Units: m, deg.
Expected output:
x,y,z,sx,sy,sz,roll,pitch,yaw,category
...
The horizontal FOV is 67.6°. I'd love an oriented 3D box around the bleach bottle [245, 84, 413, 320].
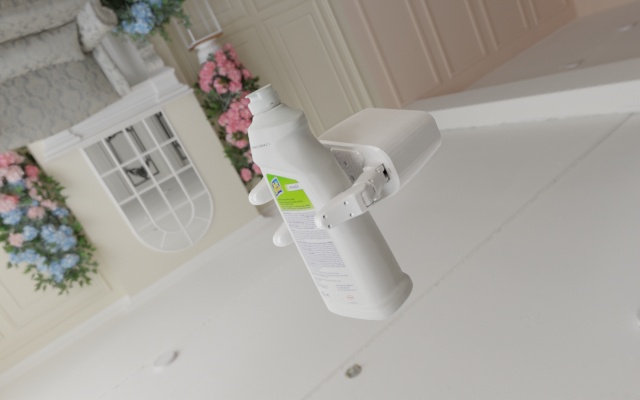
x,y,z,sx,sy,sz,roll,pitch,yaw,category
0.000,0.002,0.485,0.102,0.251,0.068,-7,26,47,bleach bottle
